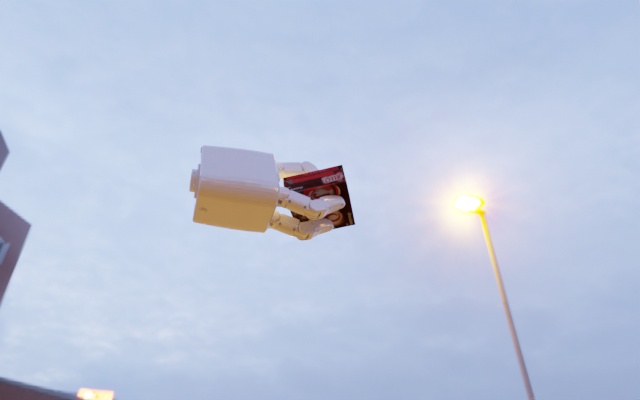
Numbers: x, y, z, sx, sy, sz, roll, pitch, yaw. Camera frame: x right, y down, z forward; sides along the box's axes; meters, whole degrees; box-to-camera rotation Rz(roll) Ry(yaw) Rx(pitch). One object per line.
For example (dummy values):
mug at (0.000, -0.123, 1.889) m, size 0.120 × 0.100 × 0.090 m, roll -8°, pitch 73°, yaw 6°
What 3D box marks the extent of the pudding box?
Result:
pudding box at (0.000, 0.002, 0.715) m, size 0.090 × 0.039 × 0.114 m, roll -12°, pitch -36°, yaw 4°
